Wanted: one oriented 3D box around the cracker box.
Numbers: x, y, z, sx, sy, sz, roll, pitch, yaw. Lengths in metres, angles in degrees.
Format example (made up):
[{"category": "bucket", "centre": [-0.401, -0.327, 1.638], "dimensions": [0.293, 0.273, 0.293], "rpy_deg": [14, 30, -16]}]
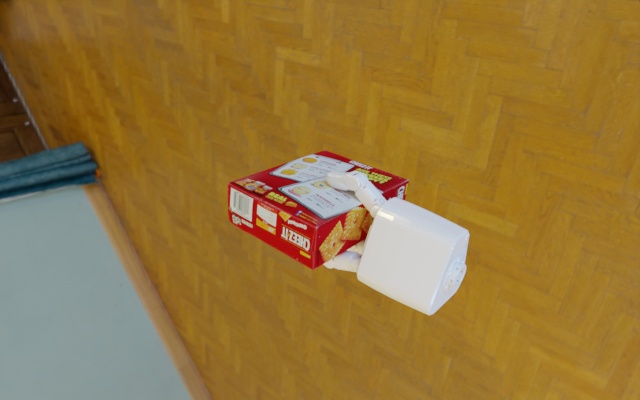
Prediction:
[{"category": "cracker box", "centre": [0.000, 0.002, 0.688], "dimensions": [0.164, 0.072, 0.213], "rpy_deg": [24, 31, 33]}]
